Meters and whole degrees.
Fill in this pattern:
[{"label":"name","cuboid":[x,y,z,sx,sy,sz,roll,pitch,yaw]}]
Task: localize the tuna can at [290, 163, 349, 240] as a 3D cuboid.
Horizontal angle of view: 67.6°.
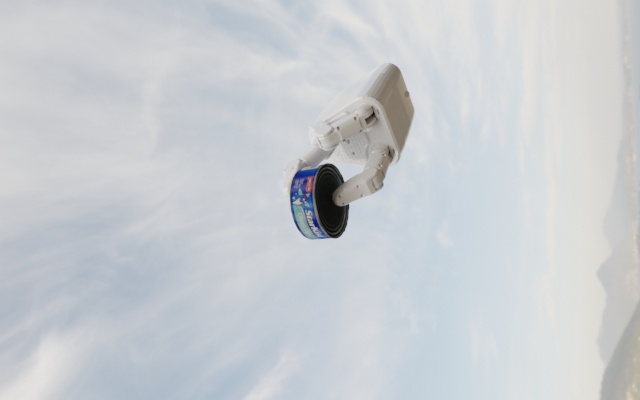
[{"label":"tuna can","cuboid":[0.000,0.002,0.544,0.034,0.086,0.086,-7,-3,27]}]
